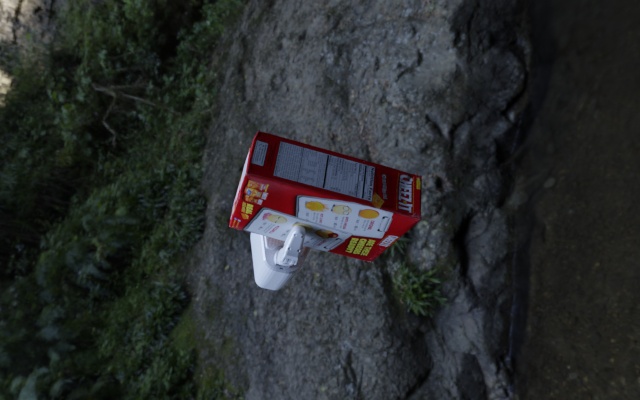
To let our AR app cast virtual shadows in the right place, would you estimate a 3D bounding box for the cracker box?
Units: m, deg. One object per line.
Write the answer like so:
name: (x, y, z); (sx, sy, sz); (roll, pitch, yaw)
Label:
cracker box: (0.000, 0.002, 0.623); (0.214, 0.072, 0.164); (14, -28, -11)
